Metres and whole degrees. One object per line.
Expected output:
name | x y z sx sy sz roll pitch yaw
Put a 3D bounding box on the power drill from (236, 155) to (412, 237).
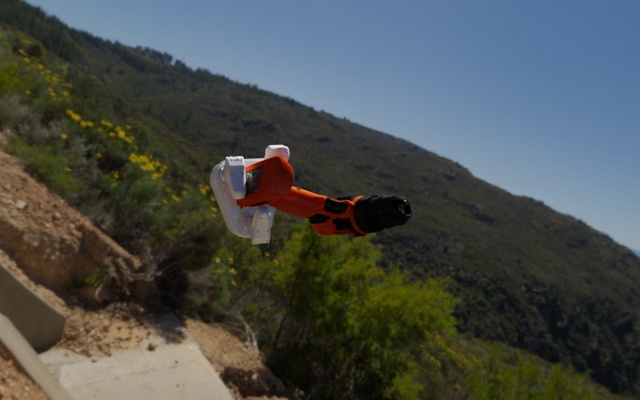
power drill | 0.000 0.002 0.625 0.188 0.057 0.184 22 -21 -32
